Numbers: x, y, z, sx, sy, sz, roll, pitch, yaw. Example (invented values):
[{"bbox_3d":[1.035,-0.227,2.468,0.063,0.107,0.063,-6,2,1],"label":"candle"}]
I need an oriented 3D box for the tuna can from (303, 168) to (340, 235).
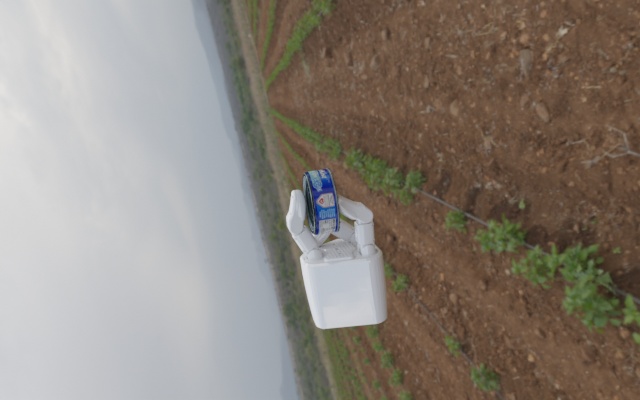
[{"bbox_3d":[0.000,0.002,0.629,0.034,0.086,0.086,-9,1,-8],"label":"tuna can"}]
